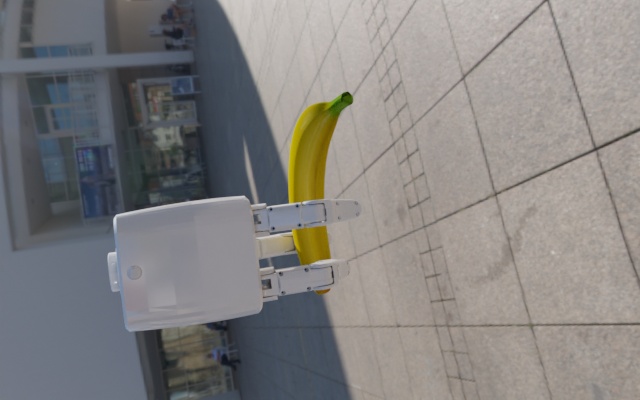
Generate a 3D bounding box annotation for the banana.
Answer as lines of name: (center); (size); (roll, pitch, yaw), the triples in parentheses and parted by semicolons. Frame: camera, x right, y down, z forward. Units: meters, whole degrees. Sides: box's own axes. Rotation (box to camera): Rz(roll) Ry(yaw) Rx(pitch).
banana: (-0.007, -0.008, 0.459); (0.037, 0.198, 0.069); (-5, 22, -24)
